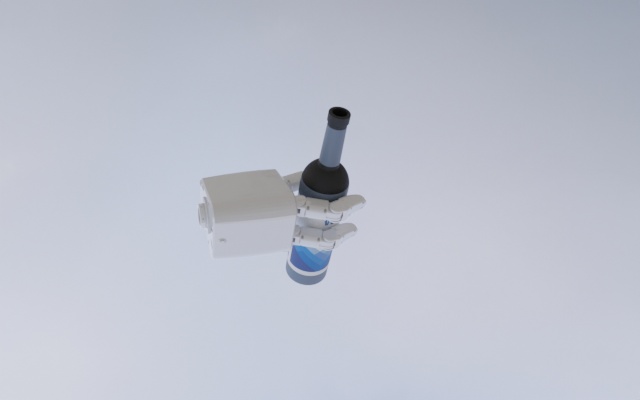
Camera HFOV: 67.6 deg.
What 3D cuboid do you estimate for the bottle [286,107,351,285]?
[{"bbox_3d":[0.000,0.002,0.668,0.069,0.296,0.069,7,42,-6],"label":"bottle"}]
